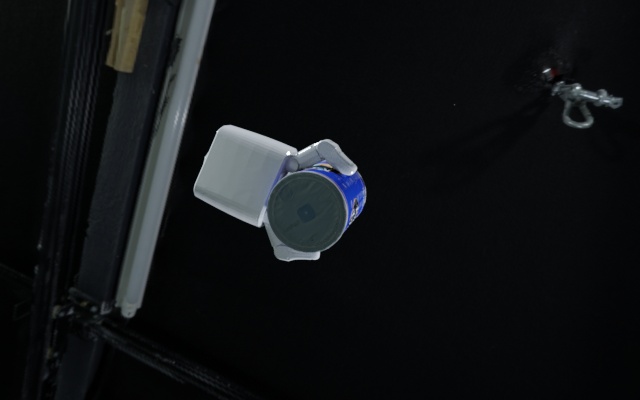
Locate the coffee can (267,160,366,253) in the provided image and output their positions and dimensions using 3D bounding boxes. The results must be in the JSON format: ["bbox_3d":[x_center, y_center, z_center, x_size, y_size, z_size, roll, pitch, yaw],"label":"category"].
[{"bbox_3d":[0.000,0.002,0.649,0.103,0.103,0.140,0,11,15],"label":"coffee can"}]
